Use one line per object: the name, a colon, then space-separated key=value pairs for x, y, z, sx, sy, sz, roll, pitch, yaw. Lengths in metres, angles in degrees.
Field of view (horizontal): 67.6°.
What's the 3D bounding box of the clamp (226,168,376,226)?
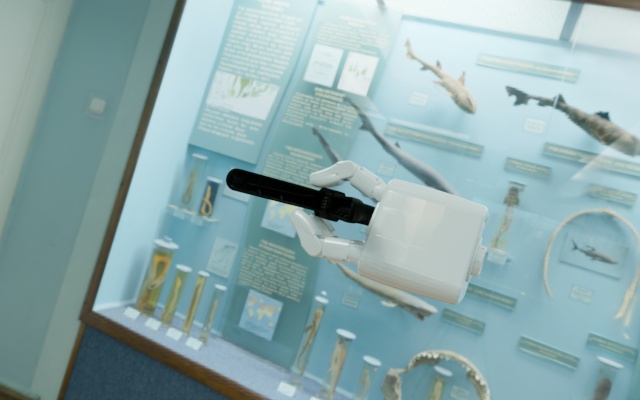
clamp: x=0.001 y=0.001 z=0.564 sx=0.164 sy=0.036 sz=0.210 roll=16 pitch=0 yaw=22
